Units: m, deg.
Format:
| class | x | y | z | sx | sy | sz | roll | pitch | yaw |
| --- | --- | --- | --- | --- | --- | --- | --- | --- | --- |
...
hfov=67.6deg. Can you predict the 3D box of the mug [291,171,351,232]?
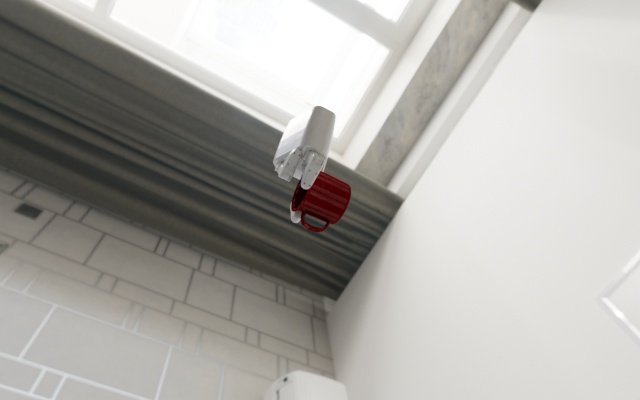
| class | x | y | z | sx | sy | sz | roll | pitch | yaw |
| --- | --- | --- | --- | --- | --- | --- | --- | --- | --- |
| mug | 0.000 | 0.004 | 0.862 | 0.081 | 0.117 | 0.093 | 24 | -30 | -16 |
